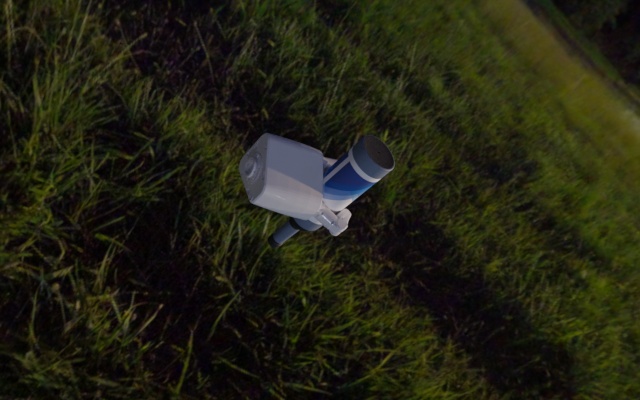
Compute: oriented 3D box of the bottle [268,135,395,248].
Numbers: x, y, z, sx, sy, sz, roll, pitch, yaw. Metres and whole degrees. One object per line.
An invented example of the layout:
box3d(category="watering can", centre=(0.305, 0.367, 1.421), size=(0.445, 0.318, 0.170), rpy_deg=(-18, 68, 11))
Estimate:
box3d(category="bottle", centre=(0.000, 0.003, 0.815), size=(0.069, 0.069, 0.296), rpy_deg=(0, -31, -45))
